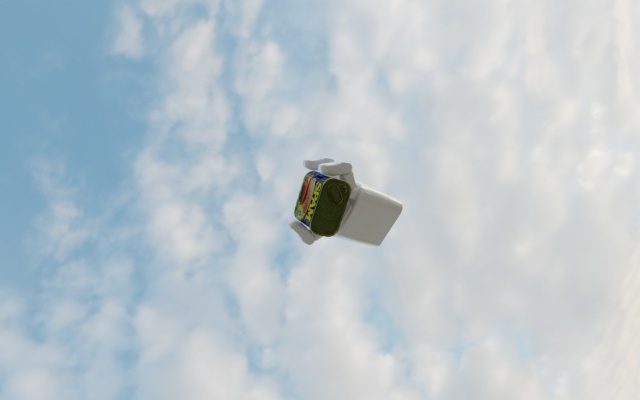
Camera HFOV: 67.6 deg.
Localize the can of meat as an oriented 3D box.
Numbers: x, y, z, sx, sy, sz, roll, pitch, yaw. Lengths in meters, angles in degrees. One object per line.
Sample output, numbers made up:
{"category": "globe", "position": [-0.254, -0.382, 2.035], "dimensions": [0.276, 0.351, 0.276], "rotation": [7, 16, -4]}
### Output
{"category": "can of meat", "position": [0.000, 0.003, 0.845], "dimensions": [0.057, 0.102, 0.084], "rotation": [14, 8, -29]}
